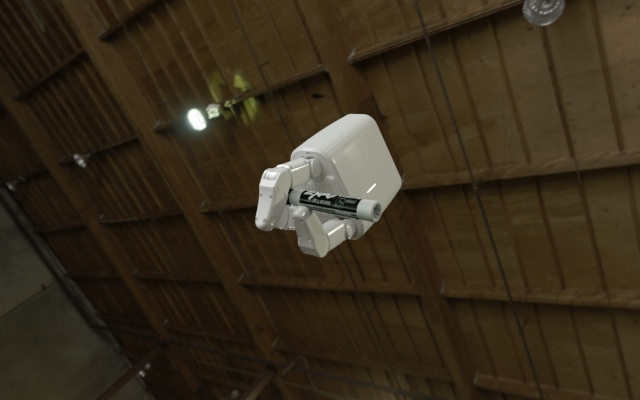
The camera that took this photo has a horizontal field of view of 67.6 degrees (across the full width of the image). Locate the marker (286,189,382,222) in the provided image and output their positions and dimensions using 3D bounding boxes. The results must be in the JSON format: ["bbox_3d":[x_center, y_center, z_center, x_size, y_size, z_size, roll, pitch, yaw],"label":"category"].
[{"bbox_3d":[0.000,0.001,0.448,0.121,0.020,0.020,10,5,34],"label":"marker"}]
